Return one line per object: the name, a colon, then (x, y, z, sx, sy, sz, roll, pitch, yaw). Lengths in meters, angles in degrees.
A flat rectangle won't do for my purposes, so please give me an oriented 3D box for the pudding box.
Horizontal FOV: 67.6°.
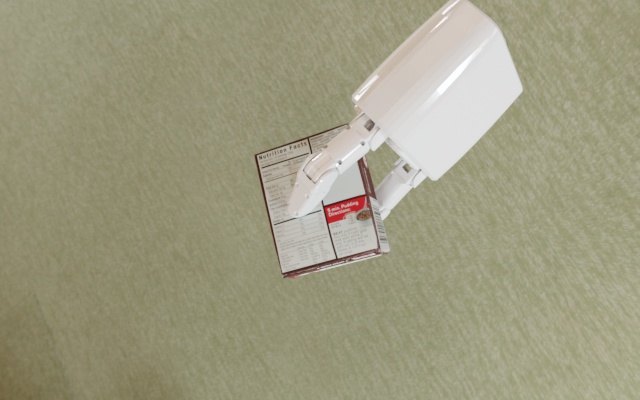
pudding box: (0.000, 0.001, 0.407, 0.090, 0.113, 0.039, -17, -13, 16)
